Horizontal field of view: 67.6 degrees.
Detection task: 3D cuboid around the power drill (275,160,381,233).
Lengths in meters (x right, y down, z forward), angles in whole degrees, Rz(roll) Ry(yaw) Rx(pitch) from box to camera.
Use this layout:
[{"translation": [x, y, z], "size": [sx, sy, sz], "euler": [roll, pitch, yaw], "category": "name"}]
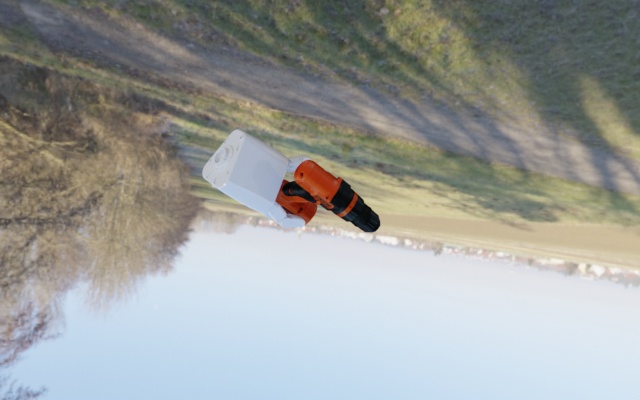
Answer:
[{"translation": [0.000, 0.003, 0.878], "size": [0.184, 0.057, 0.187], "euler": [39, -24, -21], "category": "power drill"}]
